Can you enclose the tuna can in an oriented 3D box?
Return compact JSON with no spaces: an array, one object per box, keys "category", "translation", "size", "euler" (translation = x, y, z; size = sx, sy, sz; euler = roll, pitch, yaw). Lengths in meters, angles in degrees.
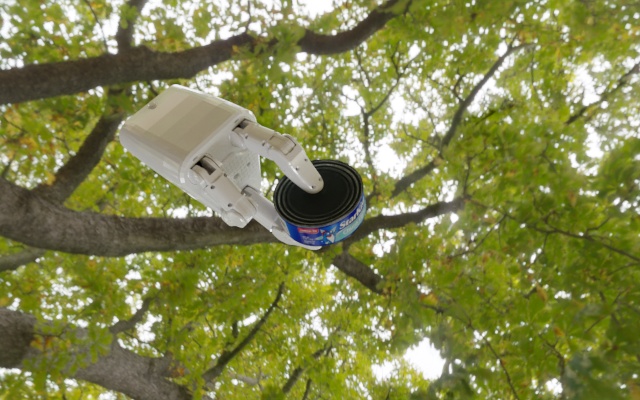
[{"category":"tuna can","translation":[0.000,0.002,0.455],"size":[0.086,0.086,0.034],"euler":[0,-42,14]}]
